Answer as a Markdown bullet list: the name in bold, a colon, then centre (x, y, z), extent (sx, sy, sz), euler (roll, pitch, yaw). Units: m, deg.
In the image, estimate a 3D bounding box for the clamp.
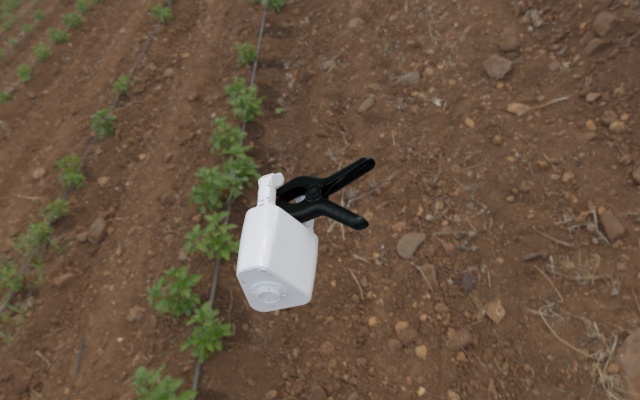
- **clamp**: centre (0.000, 0.002, 0.693), extent (0.171, 0.120, 0.039), euler (-15, -46, 19)
